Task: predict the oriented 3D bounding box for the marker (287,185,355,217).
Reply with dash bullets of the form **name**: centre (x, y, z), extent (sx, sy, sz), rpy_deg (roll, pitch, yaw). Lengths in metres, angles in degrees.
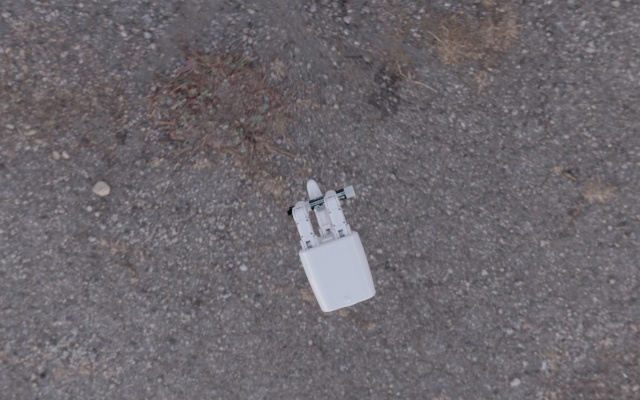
- **marker**: centre (0.000, 0.003, 0.820), extent (0.121, 0.020, 0.020), rpy_deg (-19, -2, 5)
